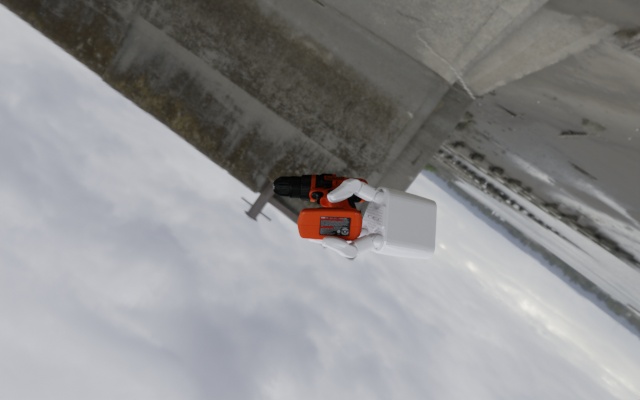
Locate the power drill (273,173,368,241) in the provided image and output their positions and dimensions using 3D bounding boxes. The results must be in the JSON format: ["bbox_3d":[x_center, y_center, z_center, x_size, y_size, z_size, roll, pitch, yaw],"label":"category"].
[{"bbox_3d":[0.000,0.003,0.854,0.184,0.057,0.187,1,25,0],"label":"power drill"}]
